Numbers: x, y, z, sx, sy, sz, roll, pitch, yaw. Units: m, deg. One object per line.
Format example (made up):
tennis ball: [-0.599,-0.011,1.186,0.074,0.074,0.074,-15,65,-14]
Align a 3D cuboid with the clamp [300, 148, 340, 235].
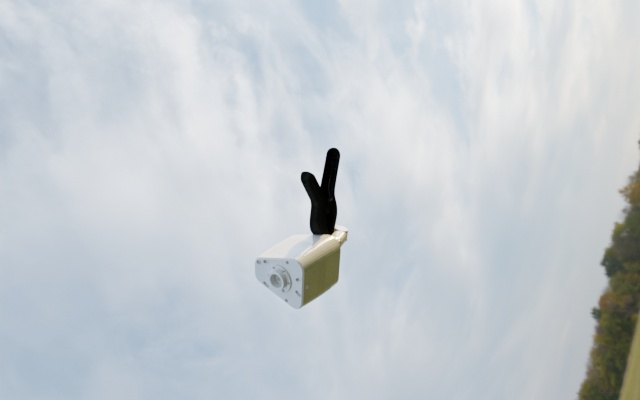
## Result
clamp: [0.000,0.003,0.826,0.039,0.171,0.120,11,23,30]
